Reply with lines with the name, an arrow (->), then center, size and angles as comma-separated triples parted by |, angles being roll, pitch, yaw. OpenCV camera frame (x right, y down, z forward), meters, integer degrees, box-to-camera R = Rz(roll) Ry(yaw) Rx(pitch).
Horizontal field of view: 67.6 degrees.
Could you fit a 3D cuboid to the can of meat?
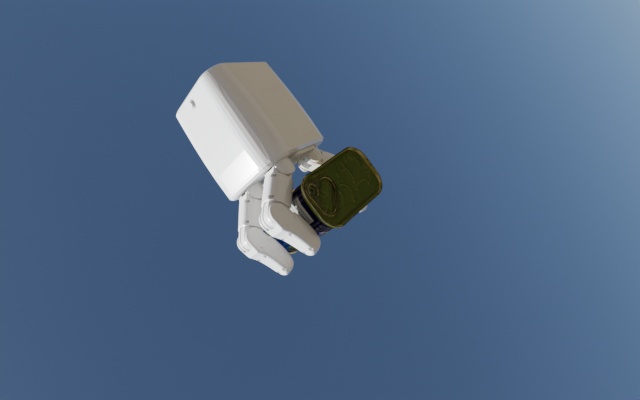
can of meat -> 0.000, 0.002, 0.481 | 0.084, 0.057, 0.102 | -35, 2, 46
